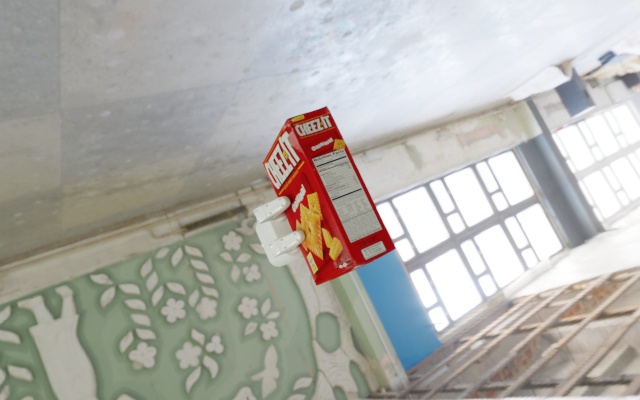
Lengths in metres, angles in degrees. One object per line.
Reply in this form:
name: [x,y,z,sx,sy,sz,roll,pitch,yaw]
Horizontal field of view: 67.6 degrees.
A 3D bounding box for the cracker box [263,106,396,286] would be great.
cracker box: [0.000,0.002,0.681,0.072,0.213,0.164,-21,-9,-24]
